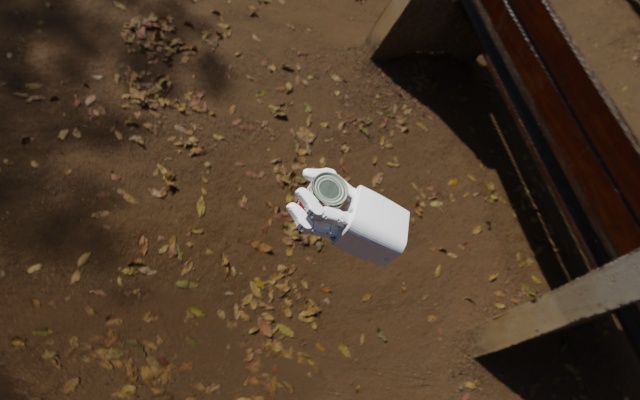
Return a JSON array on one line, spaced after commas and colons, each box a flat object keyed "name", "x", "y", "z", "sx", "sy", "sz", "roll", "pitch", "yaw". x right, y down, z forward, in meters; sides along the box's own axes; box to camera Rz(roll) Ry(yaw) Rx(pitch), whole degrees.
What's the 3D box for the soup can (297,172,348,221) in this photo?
[{"name": "soup can", "x": 0.000, "y": 0.002, "z": 0.843, "sx": 0.068, "sy": 0.068, "sz": 0.102, "roll": 0, "pitch": -27, "yaw": -22}]
